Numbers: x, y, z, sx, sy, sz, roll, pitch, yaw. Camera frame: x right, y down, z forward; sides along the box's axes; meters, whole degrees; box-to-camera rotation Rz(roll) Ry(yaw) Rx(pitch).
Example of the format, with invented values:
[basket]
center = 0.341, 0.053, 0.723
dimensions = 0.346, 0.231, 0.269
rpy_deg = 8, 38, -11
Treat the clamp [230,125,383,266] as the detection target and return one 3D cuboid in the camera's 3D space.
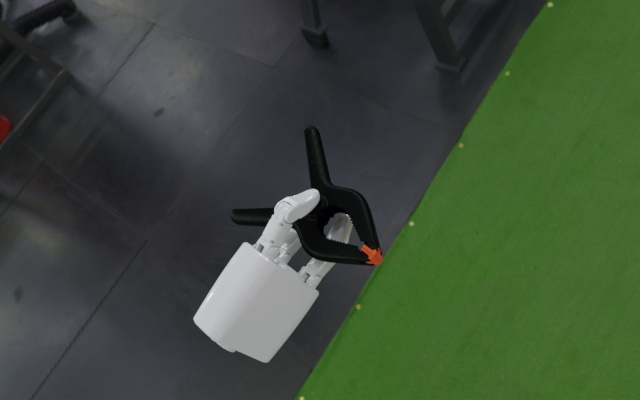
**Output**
[clamp]
center = 0.000, 0.002, 0.587
dimensions = 0.210, 0.164, 0.036
rpy_deg = 31, -7, 32
